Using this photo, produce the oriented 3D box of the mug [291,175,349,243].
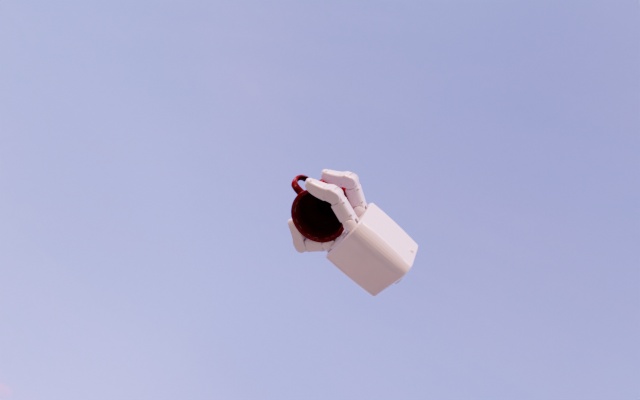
[{"bbox_3d":[-0.001,0.002,0.788,0.093,0.117,0.081,-48,0,29],"label":"mug"}]
